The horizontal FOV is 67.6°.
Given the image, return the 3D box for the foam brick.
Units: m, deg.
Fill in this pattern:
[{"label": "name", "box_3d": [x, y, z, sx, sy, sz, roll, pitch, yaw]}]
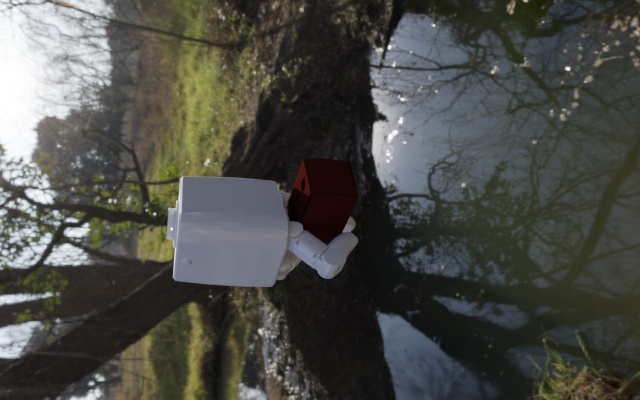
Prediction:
[{"label": "foam brick", "box_3d": [0.000, 0.001, 0.500, 0.051, 0.053, 0.078, 5, -45, -17]}]
